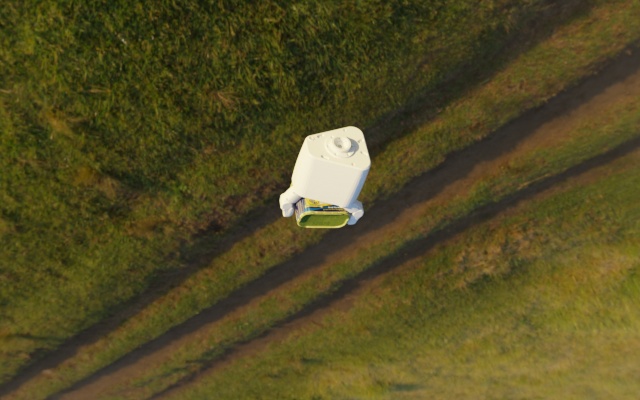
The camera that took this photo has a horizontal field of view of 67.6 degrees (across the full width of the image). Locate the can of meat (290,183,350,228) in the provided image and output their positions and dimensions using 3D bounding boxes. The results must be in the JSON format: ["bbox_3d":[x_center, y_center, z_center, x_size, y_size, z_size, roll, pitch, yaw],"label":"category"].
[{"bbox_3d":[0.000,0.003,0.892,0.102,0.084,0.057,1,-34,-18],"label":"can of meat"}]
